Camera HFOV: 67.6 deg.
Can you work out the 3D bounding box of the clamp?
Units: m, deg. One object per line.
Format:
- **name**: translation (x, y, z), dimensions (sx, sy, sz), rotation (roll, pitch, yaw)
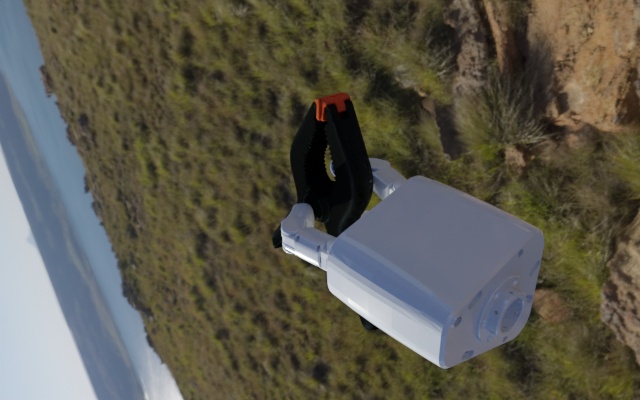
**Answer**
- **clamp**: translation (0.000, 0.001, 0.445), dimensions (0.036, 0.210, 0.164), rotation (-24, 34, -34)
